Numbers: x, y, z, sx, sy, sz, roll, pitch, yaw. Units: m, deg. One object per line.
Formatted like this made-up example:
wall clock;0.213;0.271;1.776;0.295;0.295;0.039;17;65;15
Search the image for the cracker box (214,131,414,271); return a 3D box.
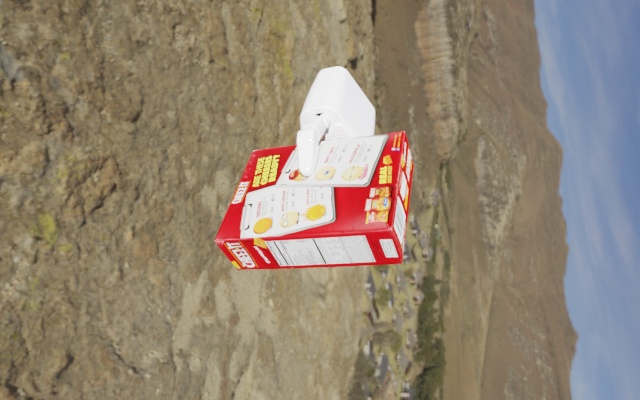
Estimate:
cracker box;0.000;0.002;0.589;0.214;0.164;0.072;-6;-46;21
